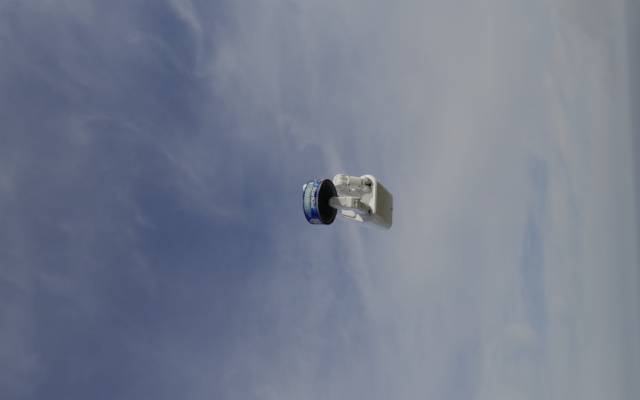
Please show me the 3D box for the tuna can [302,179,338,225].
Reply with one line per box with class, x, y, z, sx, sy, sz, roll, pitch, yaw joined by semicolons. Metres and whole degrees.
tuna can;0.000;0.003;0.890;0.034;0.086;0.086;-1;0;27
